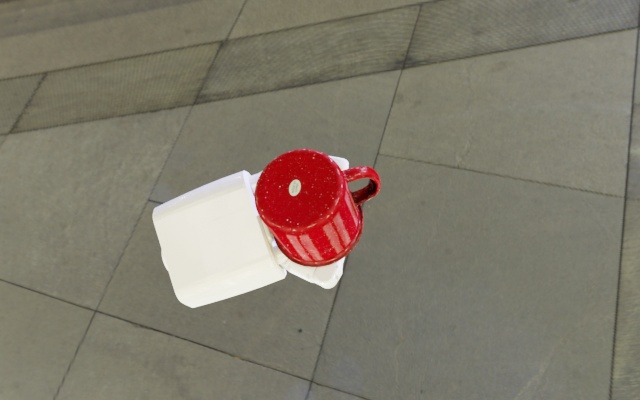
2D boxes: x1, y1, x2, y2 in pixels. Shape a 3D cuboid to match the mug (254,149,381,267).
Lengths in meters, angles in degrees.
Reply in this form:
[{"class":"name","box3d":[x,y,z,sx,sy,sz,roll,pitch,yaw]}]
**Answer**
[{"class":"mug","box3d":[0.001,0.001,0.439,0.117,0.093,0.081,-21,-27,3]}]
